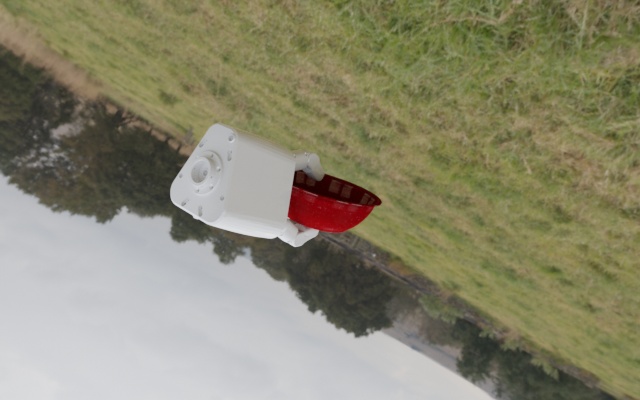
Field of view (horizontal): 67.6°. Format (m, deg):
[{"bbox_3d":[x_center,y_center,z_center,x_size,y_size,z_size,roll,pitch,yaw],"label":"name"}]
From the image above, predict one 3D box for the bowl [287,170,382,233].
[{"bbox_3d":[0.001,0.003,0.663,0.162,0.055,0.162,15,13,-4],"label":"bowl"}]
